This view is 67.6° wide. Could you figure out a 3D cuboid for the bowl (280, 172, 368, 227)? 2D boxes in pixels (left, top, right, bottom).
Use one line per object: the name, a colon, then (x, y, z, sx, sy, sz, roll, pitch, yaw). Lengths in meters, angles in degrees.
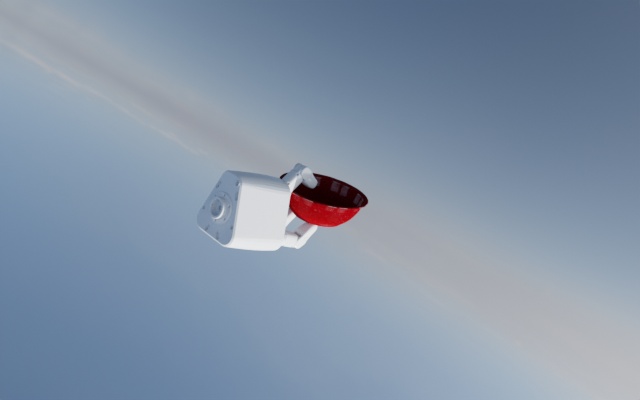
bowl: (0.001, 0.003, 0.848, 0.162, 0.055, 0.162, 13, 20, -5)
